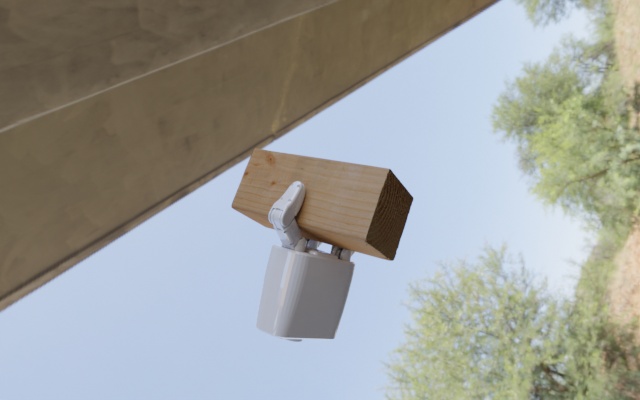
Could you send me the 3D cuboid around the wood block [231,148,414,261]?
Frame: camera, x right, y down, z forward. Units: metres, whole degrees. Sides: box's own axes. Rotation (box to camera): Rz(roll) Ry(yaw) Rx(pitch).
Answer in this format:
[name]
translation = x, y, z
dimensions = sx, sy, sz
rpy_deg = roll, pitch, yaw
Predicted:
[wood block]
translation = 0.000, 0.002, 0.615
dimensions = 0.206, 0.090, 0.091
rpy_deg = 12, -15, 33
